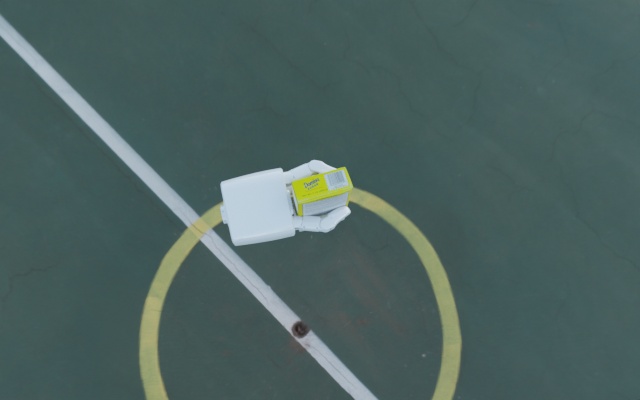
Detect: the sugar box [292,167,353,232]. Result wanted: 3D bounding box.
[{"bbox_3d":[0.000,0.002,0.833,0.093,0.048,0.176,-15,-15,-7],"label":"sugar box"}]
